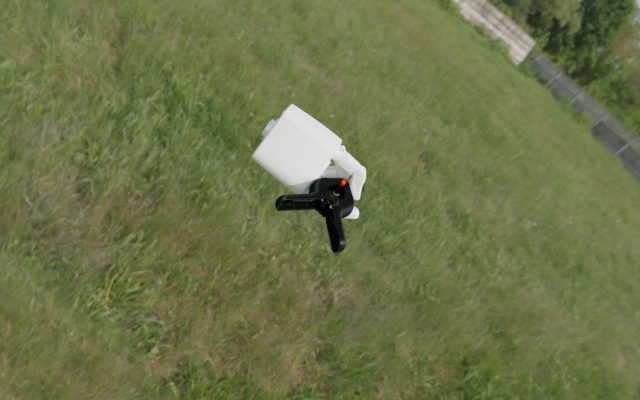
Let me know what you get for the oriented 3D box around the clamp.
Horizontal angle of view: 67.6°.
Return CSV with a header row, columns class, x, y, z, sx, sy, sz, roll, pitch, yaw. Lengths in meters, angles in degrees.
class,x,y,z,sx,sy,sz,roll,pitch,yaw
clamp,0.001,0.002,0.749,0.120,0.039,0.171,37,29,-8
